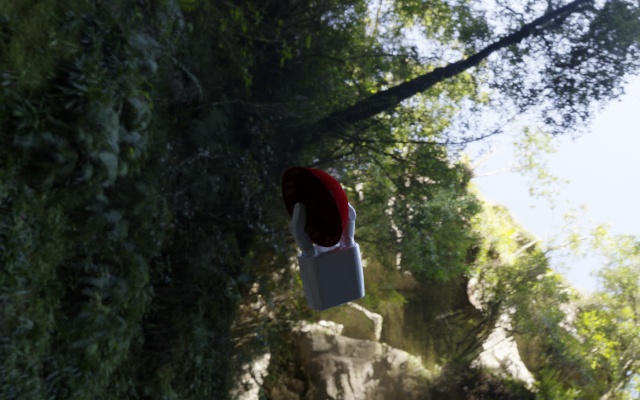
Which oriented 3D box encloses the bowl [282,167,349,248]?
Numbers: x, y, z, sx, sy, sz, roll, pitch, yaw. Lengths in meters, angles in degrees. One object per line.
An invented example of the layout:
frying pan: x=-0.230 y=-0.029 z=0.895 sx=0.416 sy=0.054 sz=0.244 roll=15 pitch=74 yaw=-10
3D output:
bowl: x=0.000 y=0.002 z=0.872 sx=0.055 sy=0.162 sz=0.162 roll=-31 pitch=18 yaw=-32
